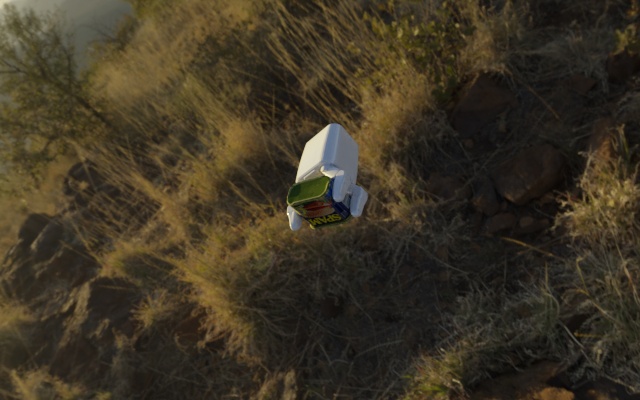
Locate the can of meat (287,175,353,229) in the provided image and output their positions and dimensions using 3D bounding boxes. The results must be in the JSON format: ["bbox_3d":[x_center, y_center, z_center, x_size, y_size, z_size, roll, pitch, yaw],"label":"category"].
[{"bbox_3d":[0.000,0.003,0.888,0.102,0.057,0.084,-14,-42,35],"label":"can of meat"}]
